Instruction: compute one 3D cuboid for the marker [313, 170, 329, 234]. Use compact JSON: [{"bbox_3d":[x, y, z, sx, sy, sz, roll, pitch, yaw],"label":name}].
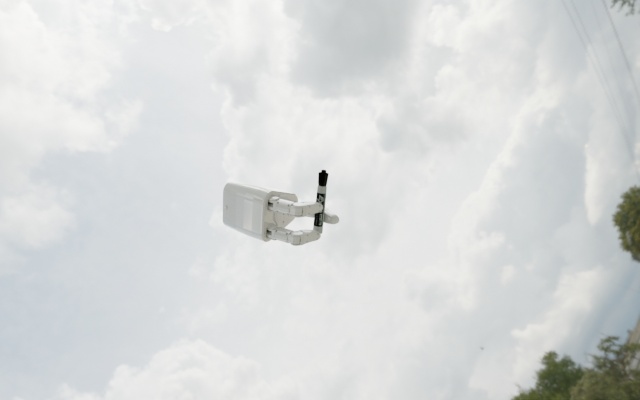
[{"bbox_3d":[0.000,0.003,0.876,0.020,0.121,0.020,5,17,-2],"label":"marker"}]
